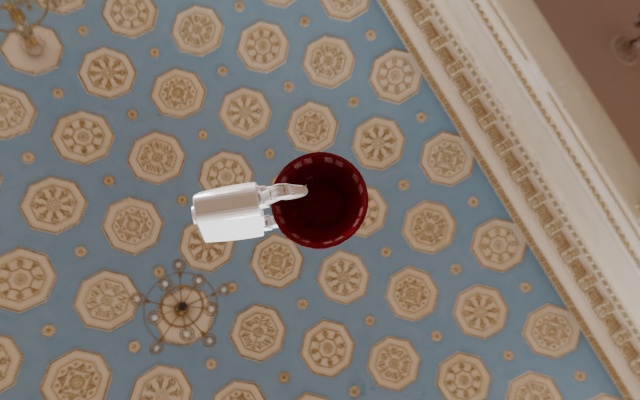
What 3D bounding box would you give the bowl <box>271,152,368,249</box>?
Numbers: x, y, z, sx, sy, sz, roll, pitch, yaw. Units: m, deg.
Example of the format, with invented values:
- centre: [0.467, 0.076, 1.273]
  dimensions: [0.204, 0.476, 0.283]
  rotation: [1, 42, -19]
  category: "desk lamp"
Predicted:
- centre: [0.002, 0.003, 0.806]
  dimensions: [0.162, 0.162, 0.055]
  rotation: [0, -9, 6]
  category: "bowl"
